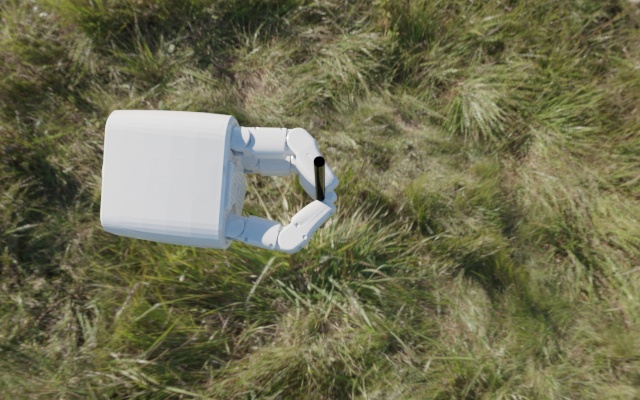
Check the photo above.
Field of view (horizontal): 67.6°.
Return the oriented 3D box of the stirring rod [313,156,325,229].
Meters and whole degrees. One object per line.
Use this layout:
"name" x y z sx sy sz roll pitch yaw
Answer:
"stirring rod" 0.000 0.001 0.436 0.011 0.011 0.239 0 -13 0
